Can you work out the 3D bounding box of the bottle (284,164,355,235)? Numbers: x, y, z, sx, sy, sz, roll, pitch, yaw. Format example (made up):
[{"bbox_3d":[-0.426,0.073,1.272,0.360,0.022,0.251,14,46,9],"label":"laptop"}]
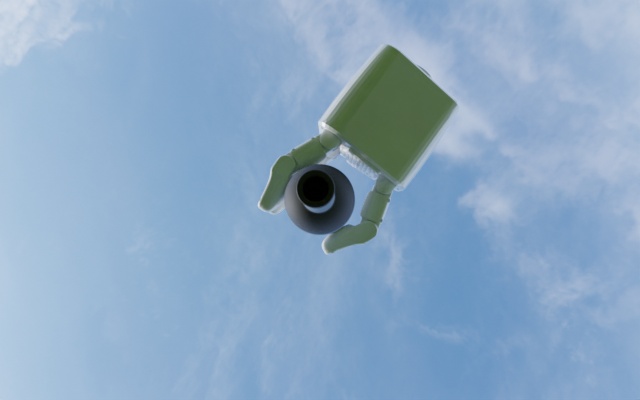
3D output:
[{"bbox_3d":[0.000,0.002,0.482,0.069,0.069,0.296,0,-4,1],"label":"bottle"}]
